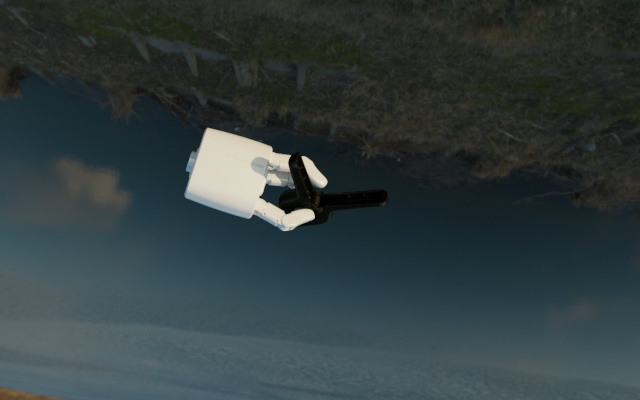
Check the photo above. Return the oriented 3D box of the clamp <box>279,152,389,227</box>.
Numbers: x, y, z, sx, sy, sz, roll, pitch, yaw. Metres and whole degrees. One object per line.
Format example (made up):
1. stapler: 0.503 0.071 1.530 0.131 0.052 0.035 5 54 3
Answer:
1. clamp: 0.000 0.003 0.771 0.164 0.036 0.210 20 -28 -13
